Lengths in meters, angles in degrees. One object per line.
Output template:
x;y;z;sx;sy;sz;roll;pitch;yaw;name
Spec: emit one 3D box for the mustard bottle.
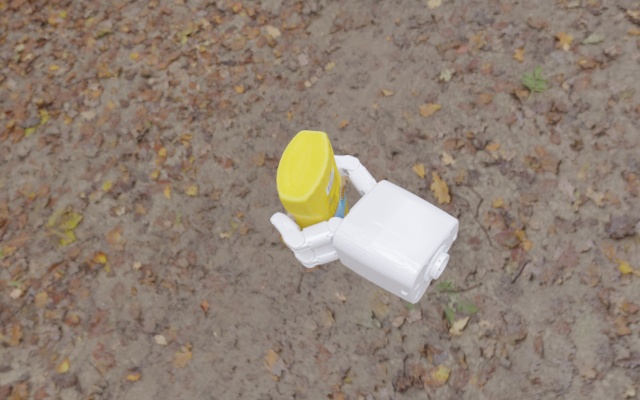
0.000;0.002;0.611;0.058;0.096;0.192;6;-26;17;mustard bottle
